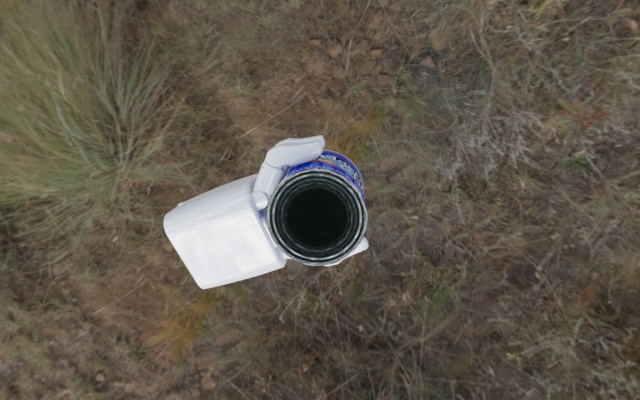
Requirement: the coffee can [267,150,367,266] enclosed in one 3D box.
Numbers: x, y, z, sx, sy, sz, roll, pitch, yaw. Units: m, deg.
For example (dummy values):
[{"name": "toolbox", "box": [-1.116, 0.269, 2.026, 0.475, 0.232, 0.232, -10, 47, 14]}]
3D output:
[{"name": "coffee can", "box": [0.000, 0.002, 0.547, 0.103, 0.103, 0.140, 0, 13, 3]}]
